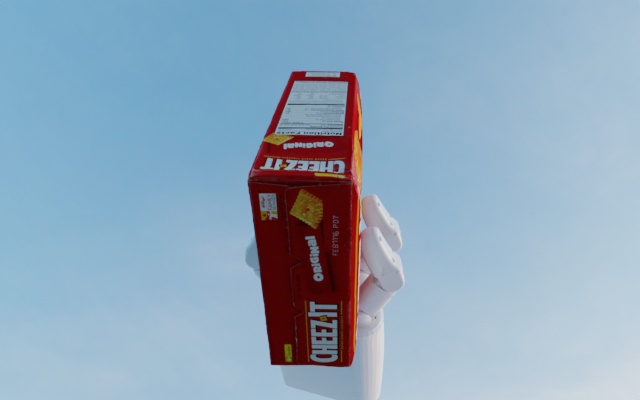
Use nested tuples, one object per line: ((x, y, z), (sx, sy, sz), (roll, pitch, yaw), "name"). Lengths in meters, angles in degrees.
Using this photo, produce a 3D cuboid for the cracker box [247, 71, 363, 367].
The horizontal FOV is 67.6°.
((0.000, 0.001, 0.404), (0.072, 0.164, 0.213), (0, 32, 4), "cracker box")
